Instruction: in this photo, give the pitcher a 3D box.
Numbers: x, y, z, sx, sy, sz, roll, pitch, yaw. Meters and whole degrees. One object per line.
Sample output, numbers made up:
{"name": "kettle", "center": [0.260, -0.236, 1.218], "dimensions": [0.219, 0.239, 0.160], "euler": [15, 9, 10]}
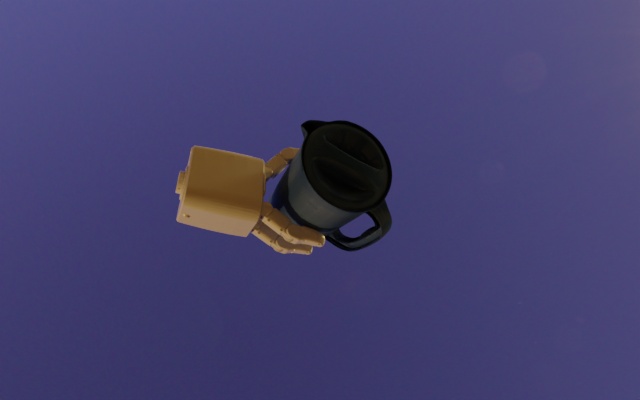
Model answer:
{"name": "pitcher", "center": [0.000, 0.002, 0.722], "dimensions": [0.145, 0.149, 0.243], "euler": [10, -25, -19]}
